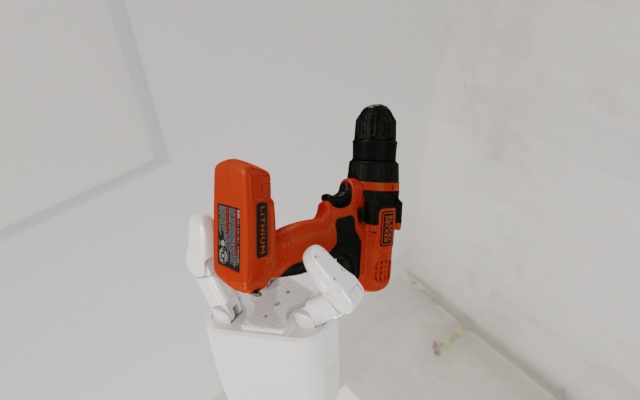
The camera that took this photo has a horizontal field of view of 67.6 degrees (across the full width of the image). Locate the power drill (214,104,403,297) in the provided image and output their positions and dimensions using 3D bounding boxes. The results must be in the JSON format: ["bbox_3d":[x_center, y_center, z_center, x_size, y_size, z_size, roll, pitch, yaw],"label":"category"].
[{"bbox_3d":[0.000,0.002,0.427,0.187,0.184,0.057,-3,7,-39],"label":"power drill"}]
